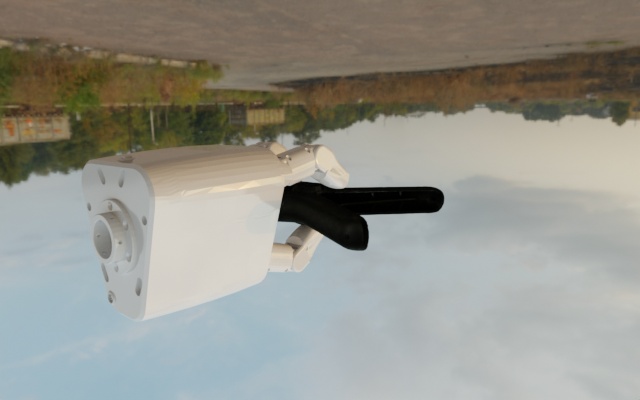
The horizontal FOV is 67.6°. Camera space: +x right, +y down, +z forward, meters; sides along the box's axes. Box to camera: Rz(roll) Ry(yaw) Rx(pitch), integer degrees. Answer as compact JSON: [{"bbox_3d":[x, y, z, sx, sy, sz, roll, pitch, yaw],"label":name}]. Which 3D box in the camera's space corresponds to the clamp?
[{"bbox_3d":[0.000,0.002,0.446,0.210,0.036,0.164,9,13,39],"label":"clamp"}]
